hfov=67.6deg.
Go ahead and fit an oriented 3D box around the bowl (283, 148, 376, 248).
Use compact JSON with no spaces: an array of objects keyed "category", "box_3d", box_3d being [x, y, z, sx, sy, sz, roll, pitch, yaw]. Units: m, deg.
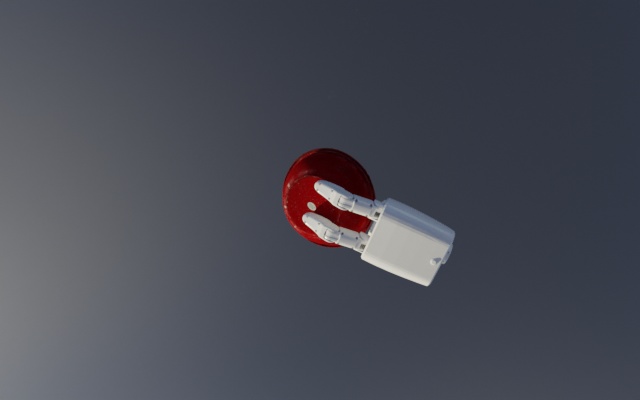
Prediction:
[{"category":"bowl","box_3d":[-0.001,0.002,0.734,0.162,0.162,0.055,0,12,26]}]
